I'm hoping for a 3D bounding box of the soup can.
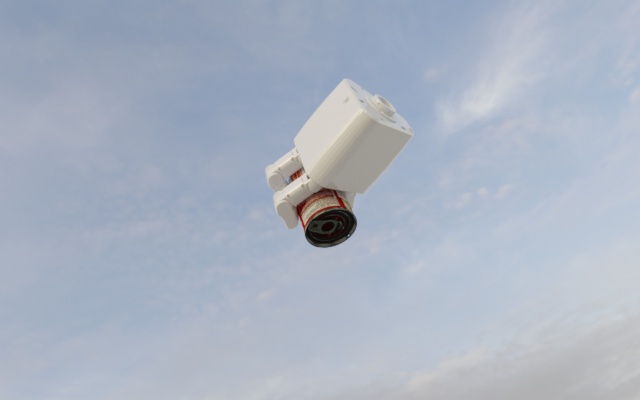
[{"bbox_3d":[0.000,0.002,0.627,0.068,0.068,0.102,0,42,-21],"label":"soup can"}]
